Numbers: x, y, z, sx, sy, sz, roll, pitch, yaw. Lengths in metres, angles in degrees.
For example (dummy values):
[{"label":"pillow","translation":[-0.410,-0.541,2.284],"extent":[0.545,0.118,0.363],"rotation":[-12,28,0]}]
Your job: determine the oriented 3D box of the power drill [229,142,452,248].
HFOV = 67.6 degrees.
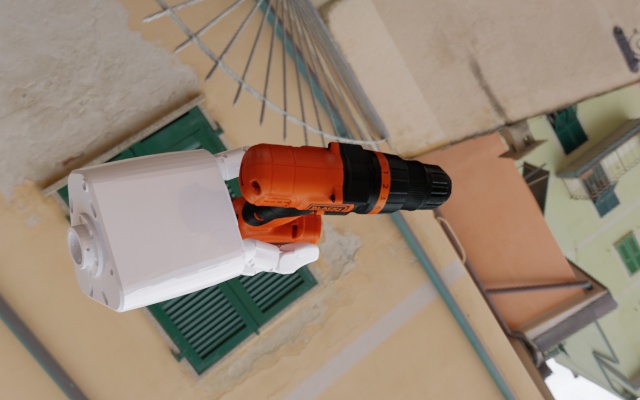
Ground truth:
[{"label":"power drill","translation":[0.000,0.002,0.442],"extent":[0.184,0.057,0.188],"rotation":[5,-19,-23]}]
